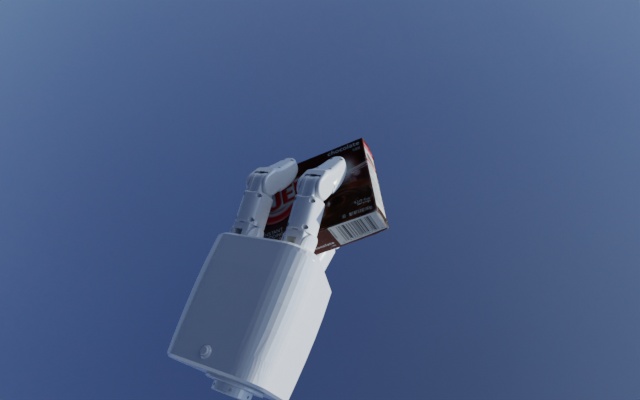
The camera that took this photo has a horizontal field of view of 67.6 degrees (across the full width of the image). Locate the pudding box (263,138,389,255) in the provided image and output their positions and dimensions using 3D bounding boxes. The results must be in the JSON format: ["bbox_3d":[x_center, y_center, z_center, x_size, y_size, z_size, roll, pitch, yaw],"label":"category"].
[{"bbox_3d":[0.000,0.002,0.445,0.113,0.090,0.039,-19,-41,14],"label":"pudding box"}]
